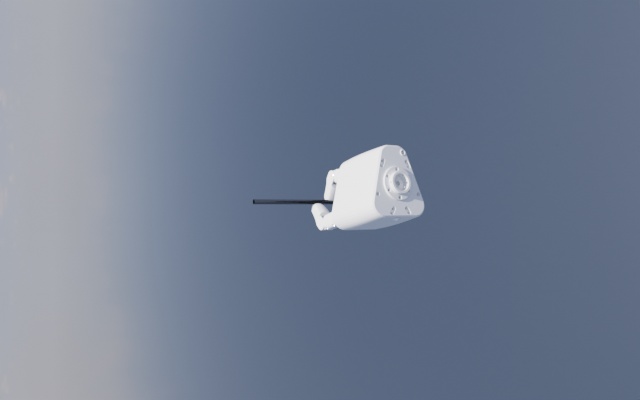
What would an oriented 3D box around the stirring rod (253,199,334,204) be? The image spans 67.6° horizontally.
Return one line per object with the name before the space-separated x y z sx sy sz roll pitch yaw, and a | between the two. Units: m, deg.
stirring rod | 0.000 0.003 0.808 0.239 0.011 0.011 0 0 -29
